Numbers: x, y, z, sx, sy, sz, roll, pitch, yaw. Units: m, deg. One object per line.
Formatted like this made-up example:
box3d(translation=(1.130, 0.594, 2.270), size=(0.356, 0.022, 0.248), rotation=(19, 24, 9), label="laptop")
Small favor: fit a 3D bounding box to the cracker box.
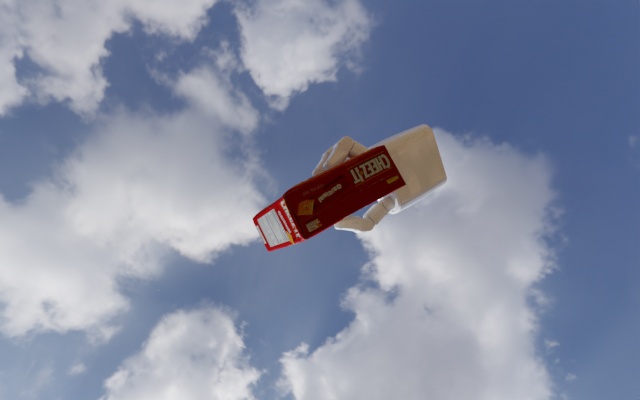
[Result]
box3d(translation=(0.000, 0.002, 0.705), size=(0.164, 0.072, 0.214), rotation=(-28, 0, -21), label="cracker box")
